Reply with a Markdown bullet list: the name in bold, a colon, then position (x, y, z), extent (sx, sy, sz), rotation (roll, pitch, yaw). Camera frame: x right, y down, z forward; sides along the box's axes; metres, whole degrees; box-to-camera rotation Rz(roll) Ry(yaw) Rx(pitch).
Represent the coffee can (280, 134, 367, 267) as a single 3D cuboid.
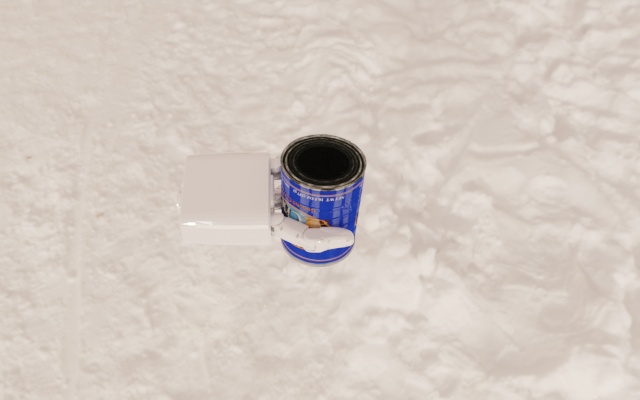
- **coffee can**: position (0.000, 0.002, 0.609), extent (0.103, 0.140, 0.102), rotation (2, 44, -2)
